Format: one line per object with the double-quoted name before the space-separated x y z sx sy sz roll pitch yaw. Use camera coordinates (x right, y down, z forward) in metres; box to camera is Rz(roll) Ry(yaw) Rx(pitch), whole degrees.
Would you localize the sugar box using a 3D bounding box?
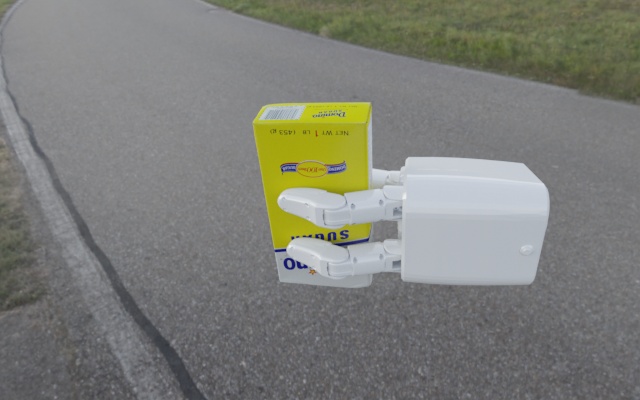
"sugar box" 0.000 0.002 0.428 0.093 0.176 0.048 2 33 12
